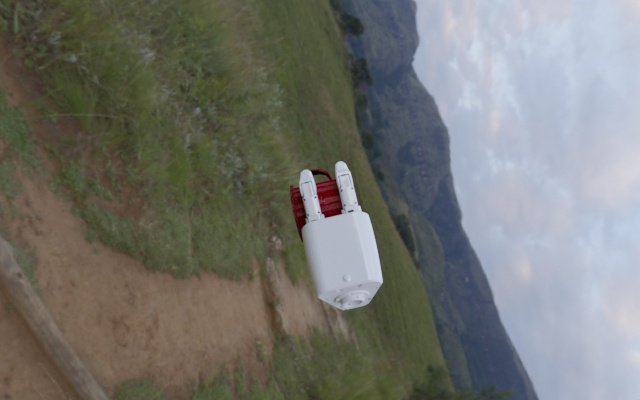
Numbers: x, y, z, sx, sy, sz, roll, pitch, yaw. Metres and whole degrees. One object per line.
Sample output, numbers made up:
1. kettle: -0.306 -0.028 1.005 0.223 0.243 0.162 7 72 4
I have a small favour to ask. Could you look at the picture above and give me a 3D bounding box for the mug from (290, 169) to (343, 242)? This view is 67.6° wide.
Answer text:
1. mug: 0.000 0.001 0.753 0.081 0.117 0.093 -13 -29 2
